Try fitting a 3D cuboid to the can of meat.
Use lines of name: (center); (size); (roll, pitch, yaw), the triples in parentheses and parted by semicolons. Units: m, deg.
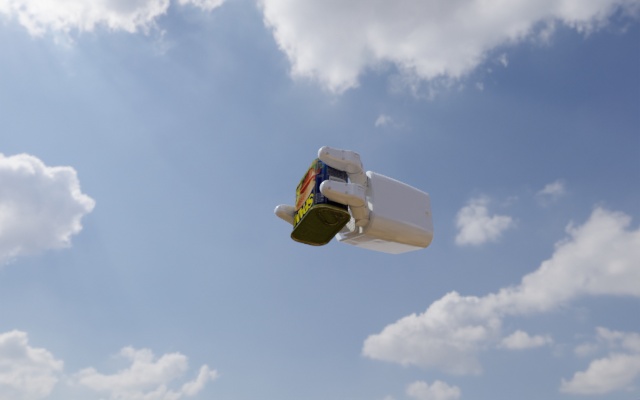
can of meat: (0.000, 0.002, 0.660); (0.057, 0.084, 0.102); (15, -36, -19)
